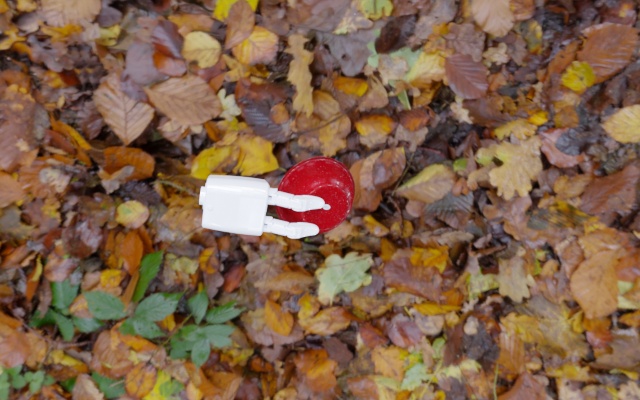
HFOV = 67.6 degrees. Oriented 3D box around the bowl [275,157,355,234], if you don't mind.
[{"bbox_3d":[0.002,0.003,0.892,0.162,0.162,0.055,0,24,-22],"label":"bowl"}]
